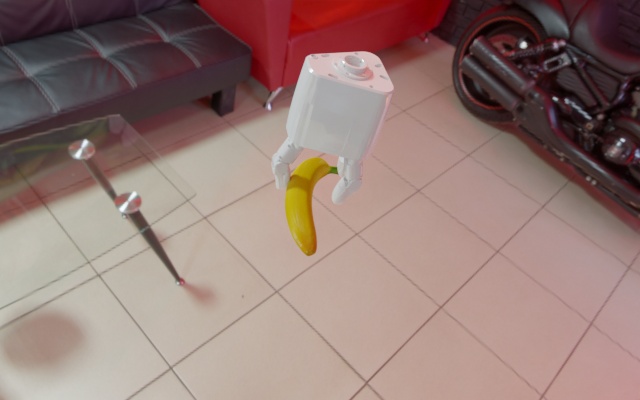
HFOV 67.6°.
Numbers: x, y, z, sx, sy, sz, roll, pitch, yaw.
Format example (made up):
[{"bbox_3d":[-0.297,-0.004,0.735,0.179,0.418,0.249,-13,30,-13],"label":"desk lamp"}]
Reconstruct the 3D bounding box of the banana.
[{"bbox_3d":[-0.016,-0.007,0.677,0.069,0.037,0.197,22,42,-3],"label":"banana"}]
